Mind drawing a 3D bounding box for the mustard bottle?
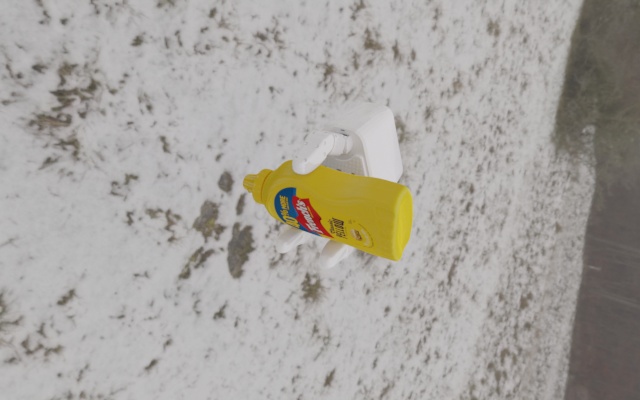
[{"bbox_3d":[0.000,0.002,0.512,0.191,0.058,0.096,16,-32,23],"label":"mustard bottle"}]
